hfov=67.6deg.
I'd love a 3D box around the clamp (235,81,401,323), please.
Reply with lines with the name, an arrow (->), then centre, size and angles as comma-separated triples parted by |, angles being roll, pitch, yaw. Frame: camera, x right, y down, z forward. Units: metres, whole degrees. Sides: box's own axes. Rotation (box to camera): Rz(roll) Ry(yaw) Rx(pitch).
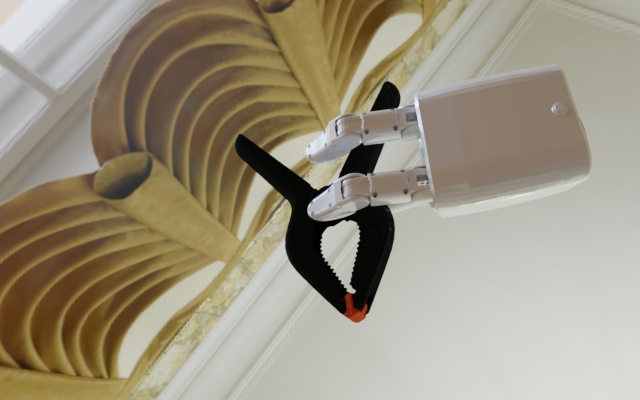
clamp -> 0.001, 0.002, 0.417 | 0.164, 0.210, 0.036 | -12, -26, 16
